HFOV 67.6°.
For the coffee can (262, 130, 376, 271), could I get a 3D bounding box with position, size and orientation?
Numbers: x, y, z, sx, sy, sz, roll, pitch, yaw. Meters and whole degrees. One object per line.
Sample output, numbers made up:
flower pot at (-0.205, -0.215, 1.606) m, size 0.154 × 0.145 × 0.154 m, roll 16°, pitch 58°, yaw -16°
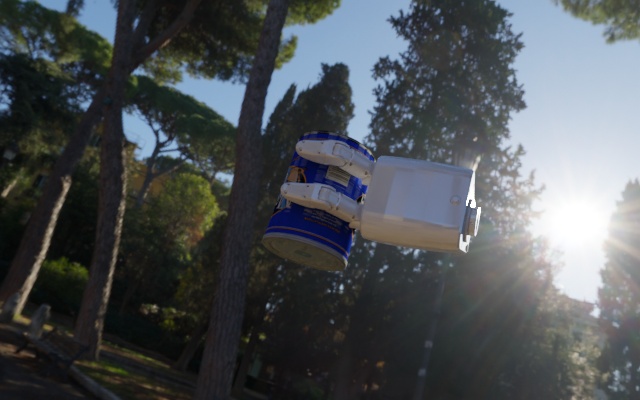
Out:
coffee can at (0.000, 0.002, 0.578) m, size 0.103 × 0.140 × 0.103 m, roll 16°, pitch -21°, yaw 6°
